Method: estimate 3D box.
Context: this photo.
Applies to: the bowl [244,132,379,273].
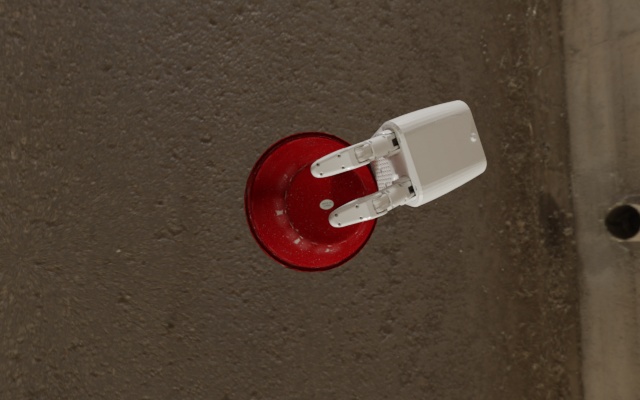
[{"bbox_3d":[-0.001,0.002,0.523,0.162,0.162,0.055,0,0,-16],"label":"bowl"}]
